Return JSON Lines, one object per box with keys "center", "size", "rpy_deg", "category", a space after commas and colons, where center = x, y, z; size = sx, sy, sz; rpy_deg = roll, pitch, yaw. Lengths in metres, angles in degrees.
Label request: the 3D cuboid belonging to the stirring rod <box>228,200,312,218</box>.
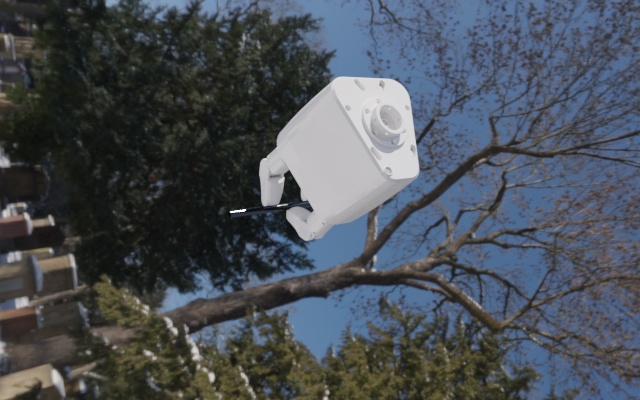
{"center": [0.000, 0.002, 0.583], "size": [0.239, 0.011, 0.011], "rpy_deg": [-8, 4, -34], "category": "stirring rod"}
